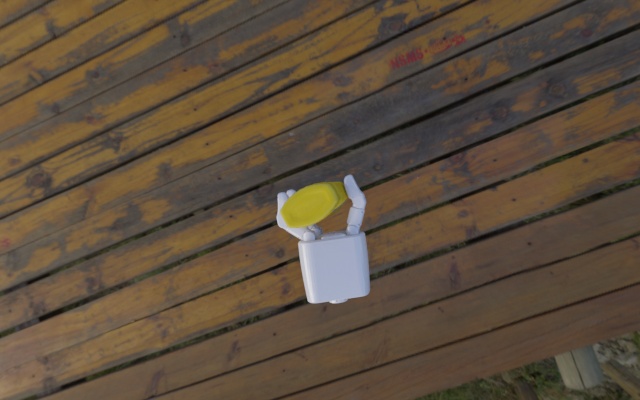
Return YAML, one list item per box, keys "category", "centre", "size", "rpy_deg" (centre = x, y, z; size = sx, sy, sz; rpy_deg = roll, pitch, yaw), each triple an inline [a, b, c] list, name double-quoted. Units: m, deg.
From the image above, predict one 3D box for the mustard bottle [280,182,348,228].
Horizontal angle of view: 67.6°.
- category: "mustard bottle"
  centre: [0.000, 0.002, 0.821]
  size: [0.096, 0.058, 0.191]
  rpy_deg: [-31, -3, 12]
